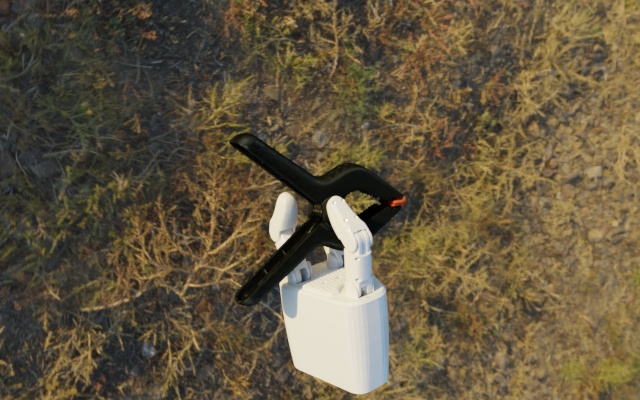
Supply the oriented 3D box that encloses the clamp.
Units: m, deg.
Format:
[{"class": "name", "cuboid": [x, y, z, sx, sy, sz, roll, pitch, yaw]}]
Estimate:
[{"class": "clamp", "cuboid": [0.001, 0.002, 0.488, 0.210, 0.164, 0.036, -15, 20, -31]}]
